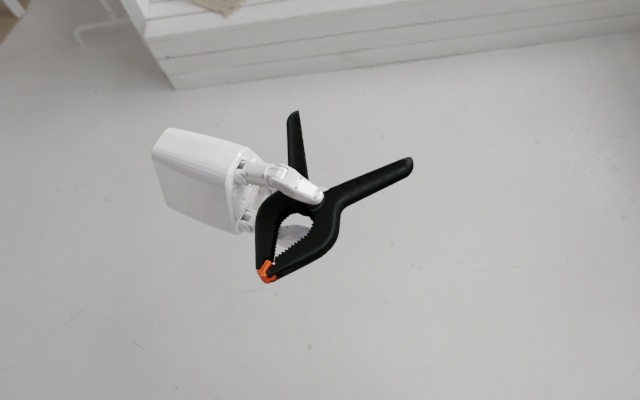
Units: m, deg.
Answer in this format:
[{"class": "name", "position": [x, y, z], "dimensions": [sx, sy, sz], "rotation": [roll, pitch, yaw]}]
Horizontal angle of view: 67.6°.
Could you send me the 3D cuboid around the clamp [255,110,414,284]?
[{"class": "clamp", "position": [0.000, 0.002, 0.531], "dimensions": [0.164, 0.210, 0.036], "rotation": [18, -24, 15]}]
